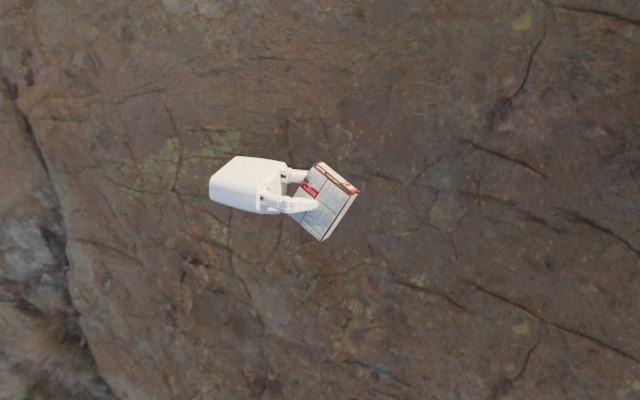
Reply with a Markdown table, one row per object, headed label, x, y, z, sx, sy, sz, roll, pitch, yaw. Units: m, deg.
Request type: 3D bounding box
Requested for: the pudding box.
| label | x | y | z | sx | sy | sz | roll | pitch | yaw |
| --- | --- | --- | --- | --- | --- | --- | --- | --- | --- |
| pudding box | 0.000 | 0.003 | 0.832 | 0.090 | 0.113 | 0.039 | 39 | 29 | 12 |
